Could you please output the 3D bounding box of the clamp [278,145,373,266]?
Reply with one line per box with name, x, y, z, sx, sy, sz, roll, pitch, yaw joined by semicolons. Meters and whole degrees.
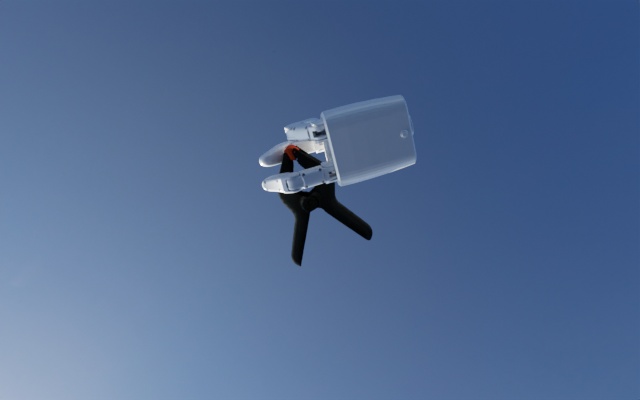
clamp;0.000;0.002;0.660;0.120;0.171;0.039;-15;18;-1
